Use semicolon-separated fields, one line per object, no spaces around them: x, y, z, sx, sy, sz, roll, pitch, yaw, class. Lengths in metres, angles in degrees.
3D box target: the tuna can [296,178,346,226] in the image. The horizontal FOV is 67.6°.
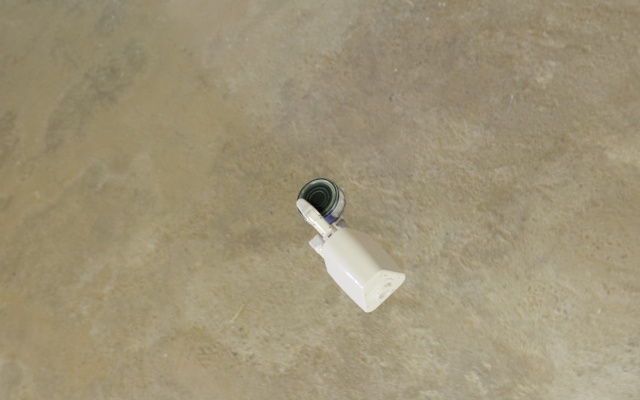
0.000;0.003;0.859;0.086;0.086;0.034;0;-25;29;tuna can
